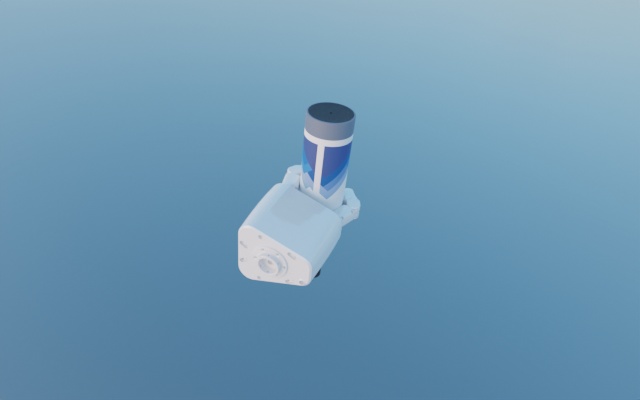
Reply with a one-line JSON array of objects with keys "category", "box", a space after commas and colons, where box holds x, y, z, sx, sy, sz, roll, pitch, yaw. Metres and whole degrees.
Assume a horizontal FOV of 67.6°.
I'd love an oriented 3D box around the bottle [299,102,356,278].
[{"category": "bottle", "box": [0.000, 0.002, 0.717, 0.069, 0.296, 0.069, 4, 36, -3]}]
